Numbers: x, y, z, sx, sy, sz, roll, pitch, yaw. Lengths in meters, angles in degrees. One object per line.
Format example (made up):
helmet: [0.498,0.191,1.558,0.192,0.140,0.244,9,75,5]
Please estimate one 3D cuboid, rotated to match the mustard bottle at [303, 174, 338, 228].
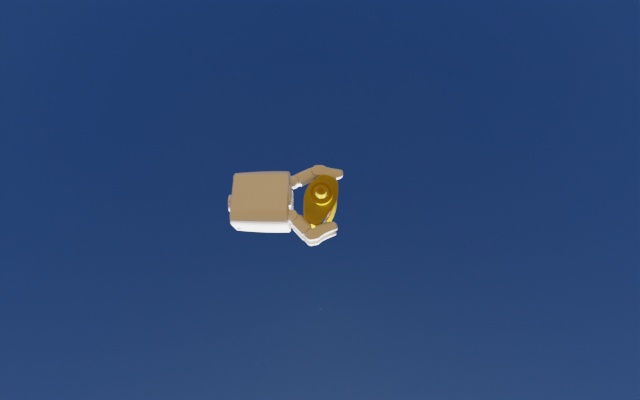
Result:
mustard bottle: [0.000,0.003,0.891,0.058,0.096,0.192,24,-12,5]
